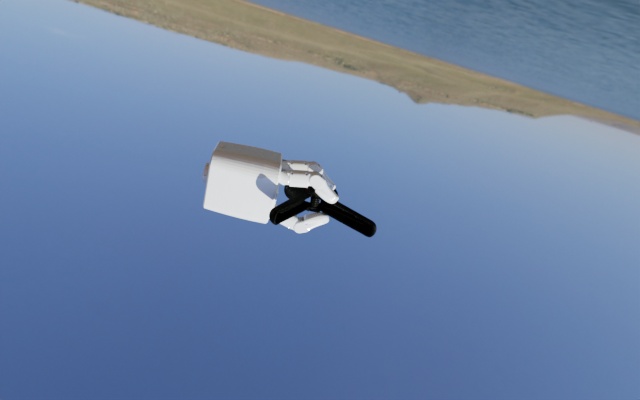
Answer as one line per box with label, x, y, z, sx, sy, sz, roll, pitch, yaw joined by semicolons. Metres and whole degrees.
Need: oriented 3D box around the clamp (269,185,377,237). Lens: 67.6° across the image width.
clamp;0.000;0.003;0.788;0.164;0.036;0.210;12;20;-8
